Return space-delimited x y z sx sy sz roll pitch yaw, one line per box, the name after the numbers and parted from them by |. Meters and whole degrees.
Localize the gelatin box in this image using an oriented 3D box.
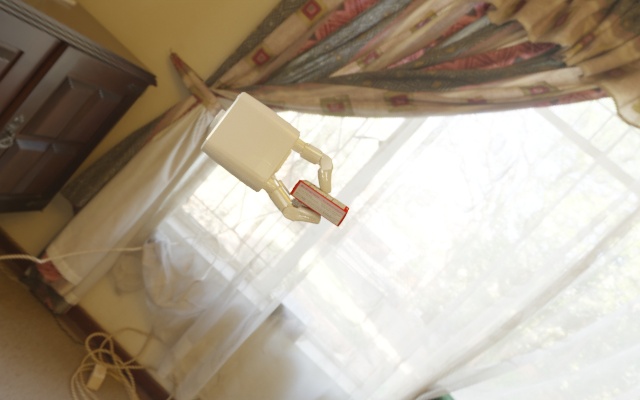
0.001 0.002 0.733 0.089 0.030 0.073 33 6 3 | gelatin box
